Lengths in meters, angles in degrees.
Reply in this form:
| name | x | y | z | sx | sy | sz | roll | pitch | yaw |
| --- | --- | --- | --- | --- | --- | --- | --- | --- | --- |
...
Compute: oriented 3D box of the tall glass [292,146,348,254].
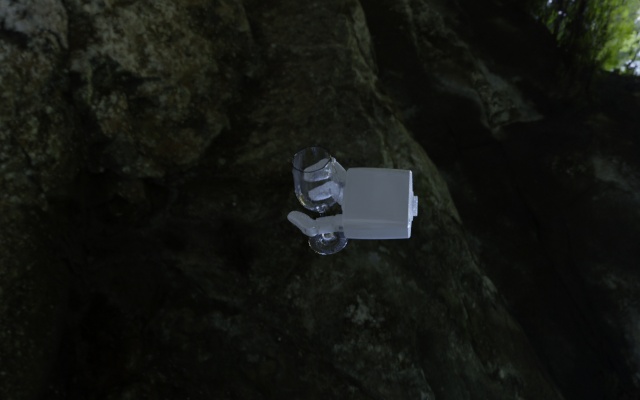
| name | x | y | z | sx | sy | sz | roll | pitch | yaw |
| --- | --- | --- | --- | --- | --- | --- | --- | --- | --- |
| tall glass | 0.000 | 0.003 | 0.815 | 0.079 | 0.079 | 0.201 | 0 | -43 | 12 |
